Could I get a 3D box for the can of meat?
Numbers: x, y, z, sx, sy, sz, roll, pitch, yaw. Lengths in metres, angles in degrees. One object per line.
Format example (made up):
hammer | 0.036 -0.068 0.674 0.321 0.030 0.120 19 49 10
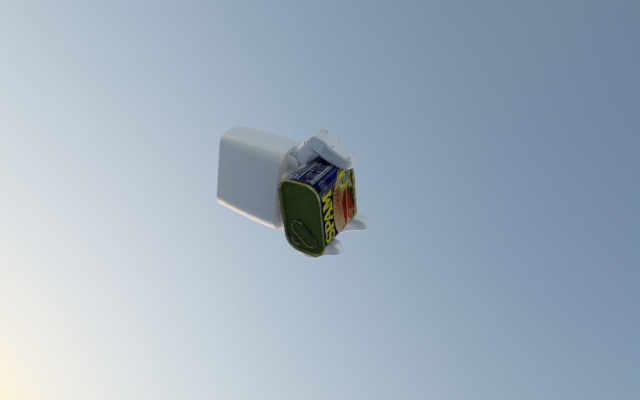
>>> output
can of meat | 0.000 0.002 0.576 0.057 0.102 0.084 16 40 30
